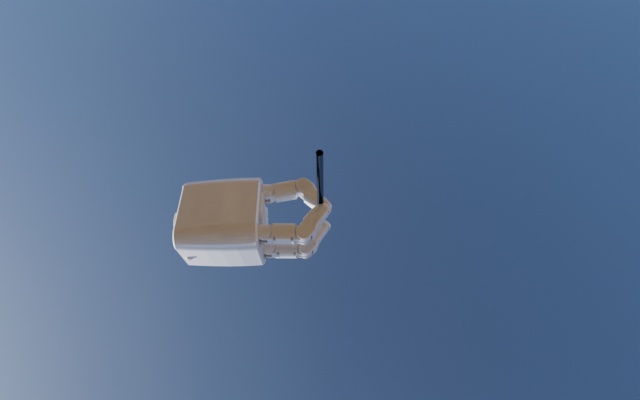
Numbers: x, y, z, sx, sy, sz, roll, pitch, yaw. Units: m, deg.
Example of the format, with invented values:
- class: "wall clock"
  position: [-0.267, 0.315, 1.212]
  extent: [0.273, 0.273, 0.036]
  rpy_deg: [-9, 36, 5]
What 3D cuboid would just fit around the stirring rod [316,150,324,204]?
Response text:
- class: "stirring rod"
  position: [0.000, 0.002, 0.612]
  extent: [0.011, 0.011, 0.240]
  rpy_deg: [0, -26, 1]
